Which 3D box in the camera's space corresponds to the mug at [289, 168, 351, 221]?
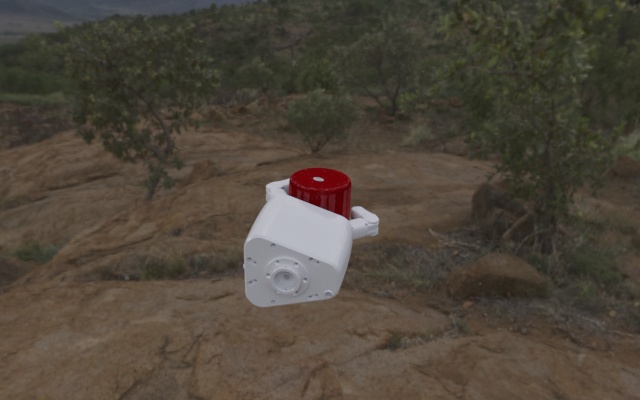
[{"bbox_3d":[0.000,0.001,0.647,0.093,0.081,0.117,6,25,7],"label":"mug"}]
